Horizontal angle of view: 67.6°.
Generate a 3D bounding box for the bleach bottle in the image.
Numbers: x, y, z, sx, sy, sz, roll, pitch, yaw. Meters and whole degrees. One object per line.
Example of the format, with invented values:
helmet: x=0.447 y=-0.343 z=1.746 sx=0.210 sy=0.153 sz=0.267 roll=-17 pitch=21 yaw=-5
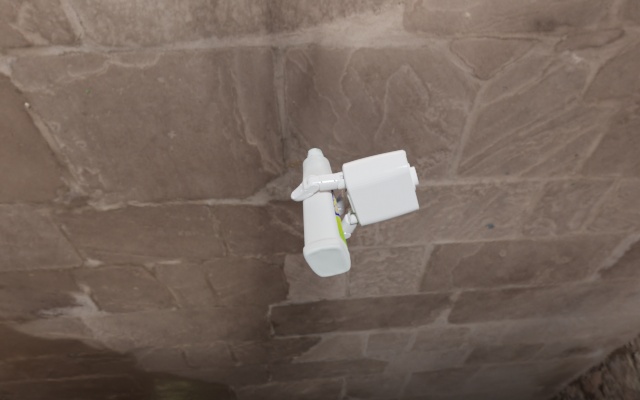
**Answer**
bleach bottle: x=0.000 y=0.003 z=0.849 sx=0.068 sy=0.250 sz=0.103 roll=-14 pitch=-37 yaw=8
